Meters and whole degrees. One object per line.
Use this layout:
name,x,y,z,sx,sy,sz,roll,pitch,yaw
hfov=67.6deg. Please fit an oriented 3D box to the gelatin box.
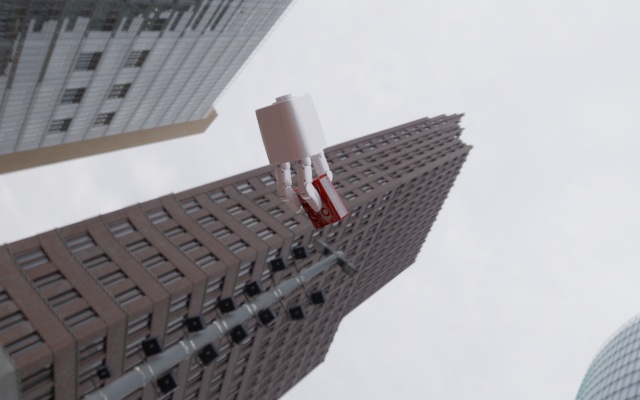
gelatin box,0.001,0.003,0.894,0.073,0.089,0.030,-24,8,44
